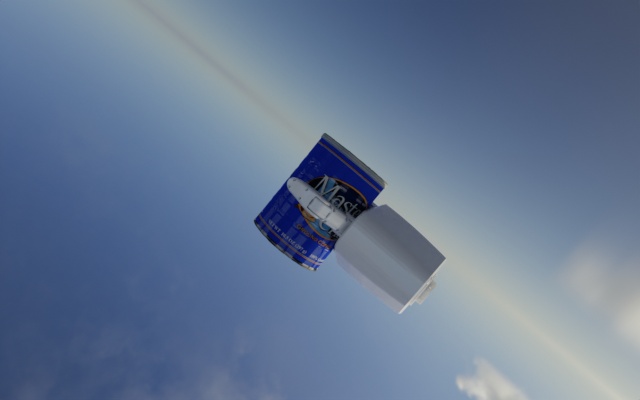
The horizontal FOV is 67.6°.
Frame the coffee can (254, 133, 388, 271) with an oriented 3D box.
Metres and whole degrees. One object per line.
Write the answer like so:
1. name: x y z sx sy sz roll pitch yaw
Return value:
1. coffee can: 0.000 0.002 0.597 0.103 0.140 0.103 39 5 -4
